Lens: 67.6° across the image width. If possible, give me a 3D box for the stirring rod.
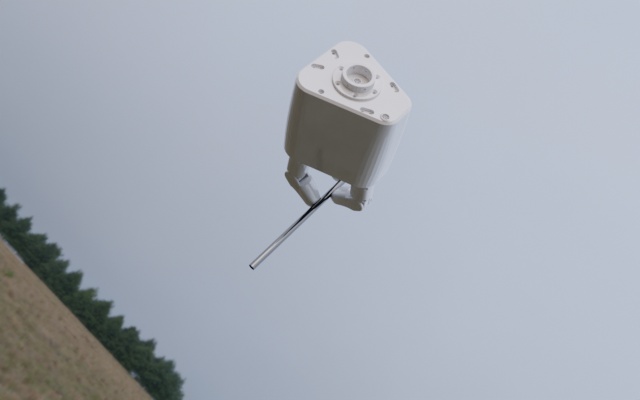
[{"bbox_3d":[0.000,0.002,0.589,0.239,0.011,0.011,-43,24,-28],"label":"stirring rod"}]
